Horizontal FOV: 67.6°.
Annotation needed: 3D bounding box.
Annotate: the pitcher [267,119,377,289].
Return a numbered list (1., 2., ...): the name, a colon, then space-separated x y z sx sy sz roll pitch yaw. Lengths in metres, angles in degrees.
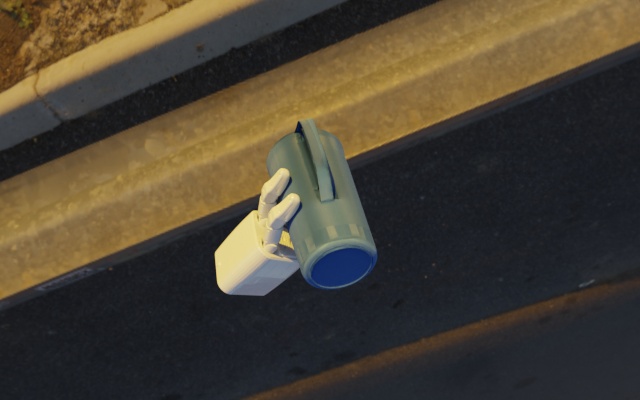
1. pitcher: 0.000 0.003 0.723 0.145 0.242 0.149 -42 -48 22
